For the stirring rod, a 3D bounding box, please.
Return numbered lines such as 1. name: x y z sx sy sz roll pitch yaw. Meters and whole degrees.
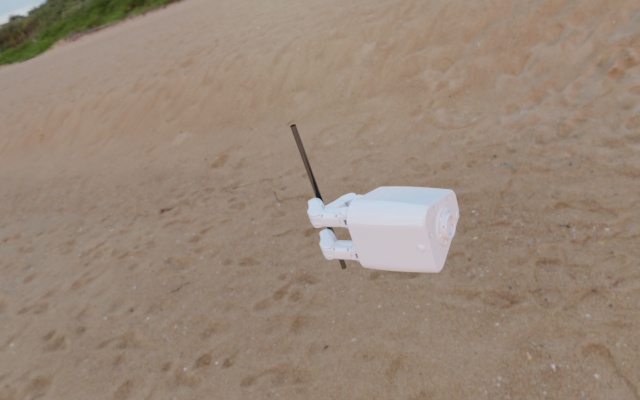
1. stirring rod: 0.000 0.002 0.685 0.011 0.240 0.011 -16 27 8
